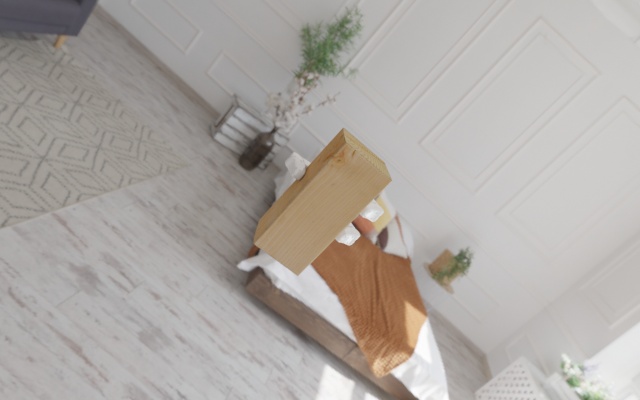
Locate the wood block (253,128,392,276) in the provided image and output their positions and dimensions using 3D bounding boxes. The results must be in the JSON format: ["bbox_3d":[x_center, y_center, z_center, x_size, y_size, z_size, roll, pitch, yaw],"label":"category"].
[{"bbox_3d":[0.000,0.002,0.727,0.091,0.206,0.090,38,17,-14],"label":"wood block"}]
